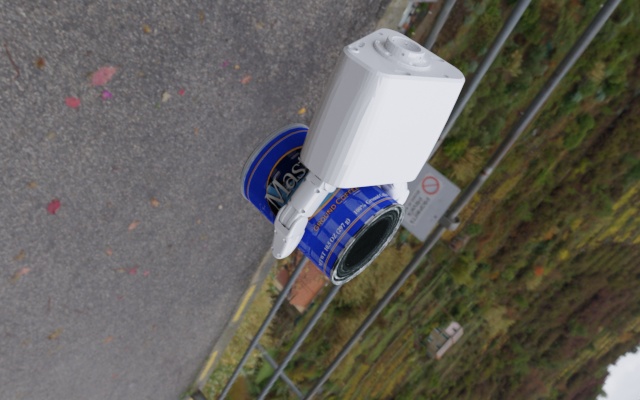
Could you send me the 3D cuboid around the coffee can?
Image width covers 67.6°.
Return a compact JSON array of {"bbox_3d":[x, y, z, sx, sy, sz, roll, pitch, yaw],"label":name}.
[{"bbox_3d":[0.000,0.002,0.492,0.140,0.103,0.103,42,19,23],"label":"coffee can"}]
